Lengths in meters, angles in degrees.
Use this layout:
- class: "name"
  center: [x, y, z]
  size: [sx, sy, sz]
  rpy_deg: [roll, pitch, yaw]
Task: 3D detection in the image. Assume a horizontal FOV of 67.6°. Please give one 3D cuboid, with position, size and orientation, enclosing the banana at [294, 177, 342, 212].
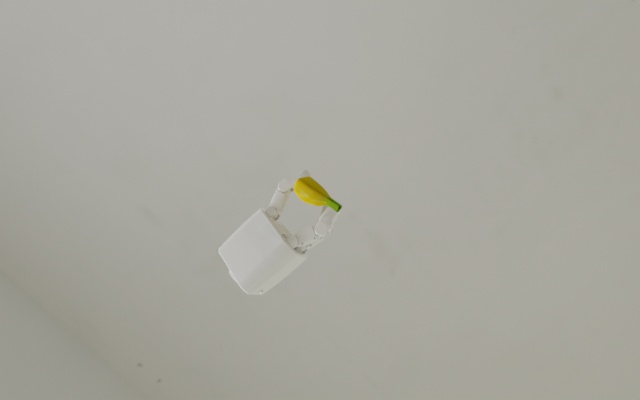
- class: "banana"
  center: [-0.013, -0.010, 0.768]
  size: [0.069, 0.037, 0.198]
  rpy_deg: [45, 0, -8]
